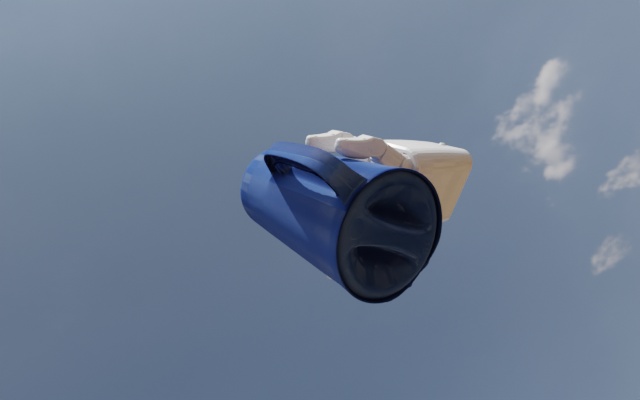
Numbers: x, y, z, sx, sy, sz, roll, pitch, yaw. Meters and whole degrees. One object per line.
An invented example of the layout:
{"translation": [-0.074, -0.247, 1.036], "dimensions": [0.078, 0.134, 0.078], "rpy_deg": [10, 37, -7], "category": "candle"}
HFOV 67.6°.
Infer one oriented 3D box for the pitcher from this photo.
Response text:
{"translation": [0.000, 0.002, 0.535], "dimensions": [0.145, 0.149, 0.242], "rpy_deg": [-7, 18, -34], "category": "pitcher"}
